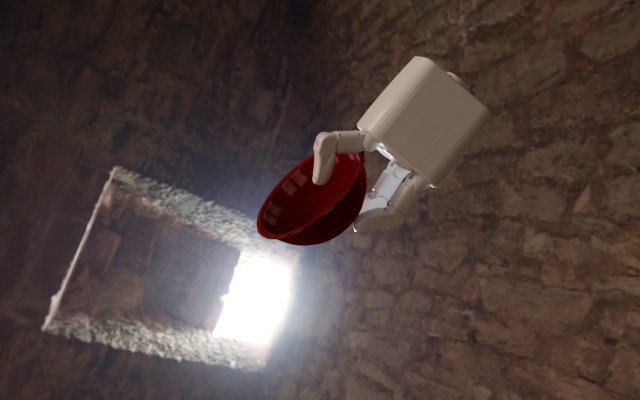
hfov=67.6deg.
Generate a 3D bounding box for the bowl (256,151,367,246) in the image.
[{"bbox_3d":[-0.001,0.003,0.585,0.162,0.162,0.055,0,-44,53],"label":"bowl"}]
